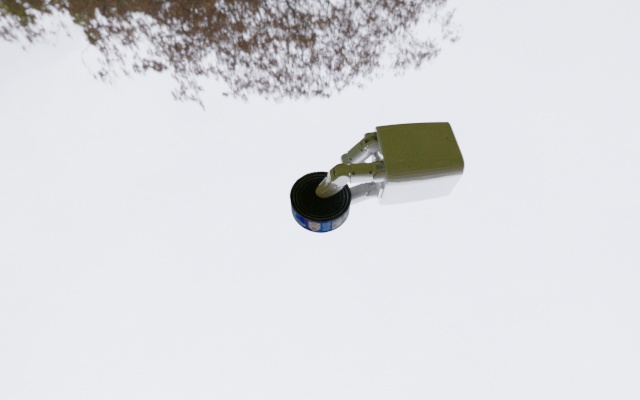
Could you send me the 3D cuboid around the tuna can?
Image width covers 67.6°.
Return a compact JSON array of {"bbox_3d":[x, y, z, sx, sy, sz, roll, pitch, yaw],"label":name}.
[{"bbox_3d":[0.000,0.003,0.672,0.086,0.086,0.034,0,-35,-1],"label":"tuna can"}]
